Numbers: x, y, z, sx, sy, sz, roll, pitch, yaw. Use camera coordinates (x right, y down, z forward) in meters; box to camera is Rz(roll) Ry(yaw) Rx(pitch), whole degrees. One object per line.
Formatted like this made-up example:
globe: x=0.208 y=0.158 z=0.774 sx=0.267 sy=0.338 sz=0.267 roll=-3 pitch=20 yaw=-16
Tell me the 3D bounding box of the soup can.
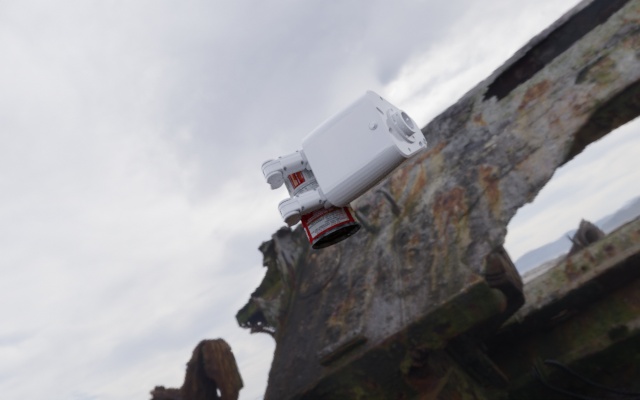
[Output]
soup can: x=0.000 y=0.002 z=0.611 sx=0.068 sy=0.102 sz=0.068 roll=-23 pitch=-18 yaw=-8
